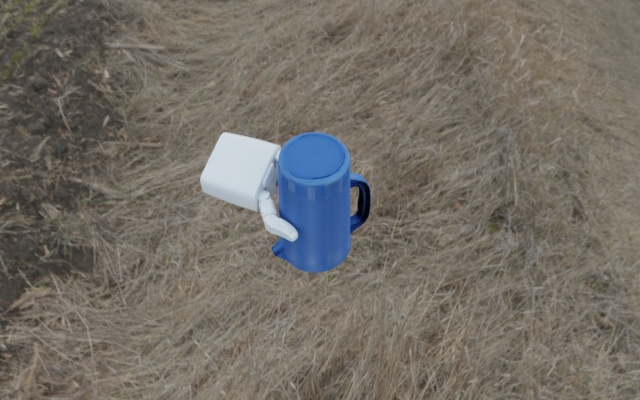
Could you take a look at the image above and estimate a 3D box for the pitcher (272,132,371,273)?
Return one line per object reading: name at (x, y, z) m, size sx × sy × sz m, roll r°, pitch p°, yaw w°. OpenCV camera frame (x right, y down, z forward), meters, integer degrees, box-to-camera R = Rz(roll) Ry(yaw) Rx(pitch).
pitcher at (0.000, 0.003, 0.798) m, size 0.145 × 0.149 × 0.243 m, roll 18°, pitch -35°, yaw 13°
